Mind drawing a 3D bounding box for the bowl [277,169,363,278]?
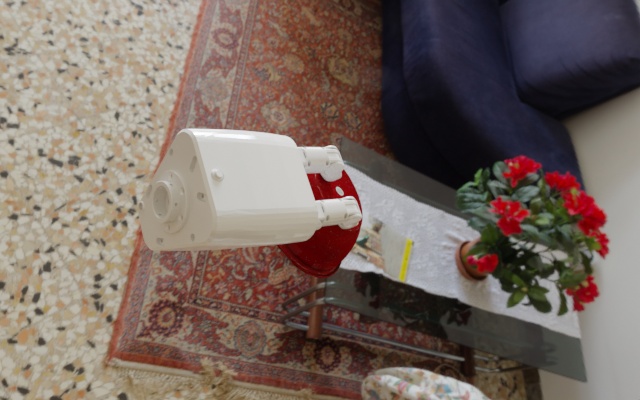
[{"bbox_3d":[0.001,0.001,0.536,0.055,0.162,0.162,-26,-13,27],"label":"bowl"}]
